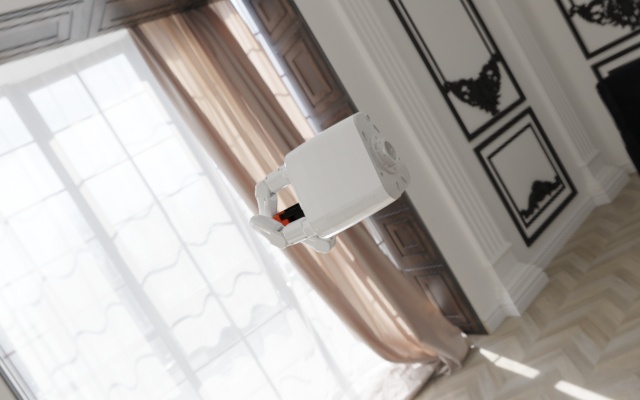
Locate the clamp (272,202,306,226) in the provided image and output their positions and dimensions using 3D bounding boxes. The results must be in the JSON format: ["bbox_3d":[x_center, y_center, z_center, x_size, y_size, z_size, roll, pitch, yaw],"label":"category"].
[{"bbox_3d":[0.000,0.002,0.670,0.120,0.039,0.171,-30,4,30],"label":"clamp"}]
